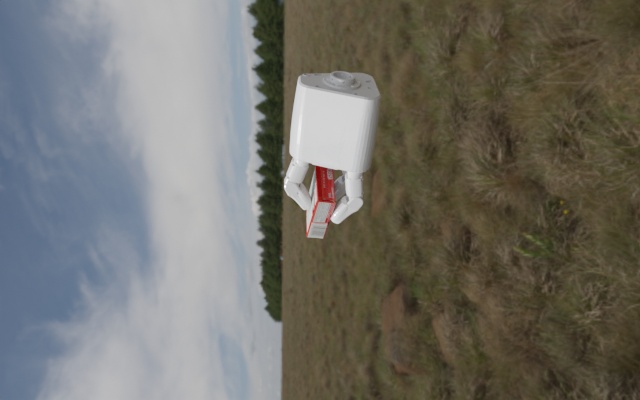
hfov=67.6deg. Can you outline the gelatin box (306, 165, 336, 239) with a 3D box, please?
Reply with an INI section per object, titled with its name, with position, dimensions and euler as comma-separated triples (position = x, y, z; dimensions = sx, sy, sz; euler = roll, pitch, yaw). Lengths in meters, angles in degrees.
[gelatin box]
position = 0.000, 0.003, 0.720
dimensions = 0.030, 0.073, 0.089
euler = 7, -43, -10
